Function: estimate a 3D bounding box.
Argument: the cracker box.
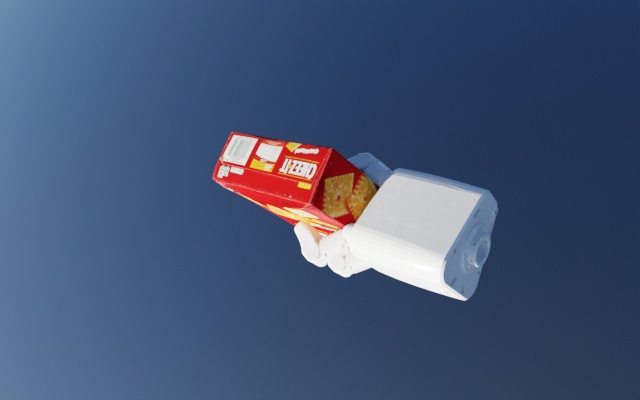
[{"bbox_3d":[0.000,0.002,0.584,0.164,0.072,0.214,14,-13,40],"label":"cracker box"}]
